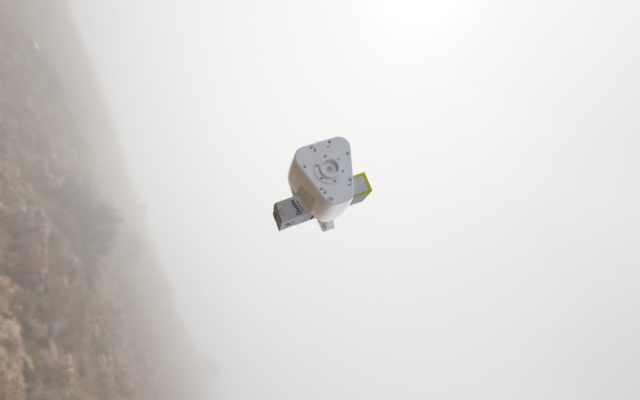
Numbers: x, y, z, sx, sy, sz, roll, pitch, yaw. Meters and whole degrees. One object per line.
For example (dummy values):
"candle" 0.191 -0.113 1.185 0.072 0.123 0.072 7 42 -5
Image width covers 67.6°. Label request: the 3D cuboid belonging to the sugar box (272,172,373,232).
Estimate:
"sugar box" 0.000 0.002 0.886 0.176 0.048 0.093 -17 -11 -12
